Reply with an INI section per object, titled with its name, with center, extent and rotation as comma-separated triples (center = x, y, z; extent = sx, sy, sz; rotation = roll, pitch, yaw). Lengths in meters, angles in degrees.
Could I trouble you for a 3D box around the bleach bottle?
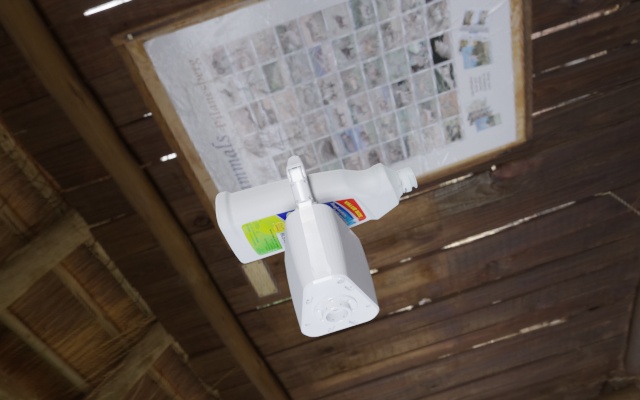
[bleach bottle]
center = 0.000, 0.002, 0.622
extent = 0.251, 0.103, 0.068
rotation = -18, 44, 2
